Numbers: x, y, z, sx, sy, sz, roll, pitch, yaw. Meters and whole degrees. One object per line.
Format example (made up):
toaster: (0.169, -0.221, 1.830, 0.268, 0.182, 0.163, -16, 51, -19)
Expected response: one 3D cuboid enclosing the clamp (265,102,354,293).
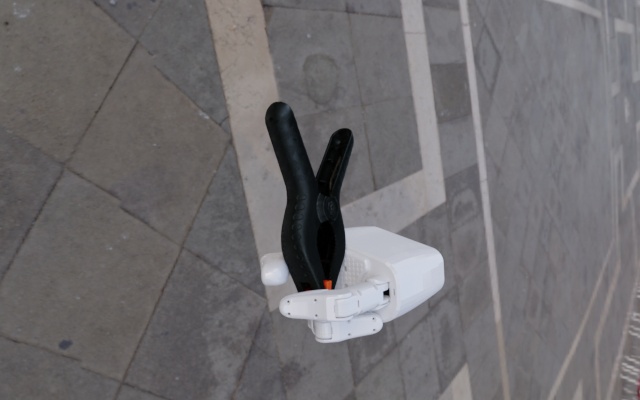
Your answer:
clamp: (0.001, 0.002, 0.431, 0.039, 0.171, 0.120, -1, 4, 39)
